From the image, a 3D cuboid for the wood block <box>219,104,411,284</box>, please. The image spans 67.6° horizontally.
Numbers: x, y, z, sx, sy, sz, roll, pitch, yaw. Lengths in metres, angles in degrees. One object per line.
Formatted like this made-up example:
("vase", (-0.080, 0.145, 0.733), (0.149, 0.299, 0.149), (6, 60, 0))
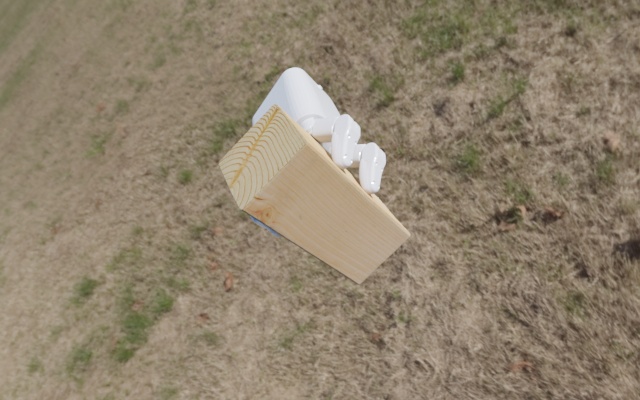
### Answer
("wood block", (0.000, 0.002, 0.533), (0.206, 0.091, 0.090), (38, 11, -42))
